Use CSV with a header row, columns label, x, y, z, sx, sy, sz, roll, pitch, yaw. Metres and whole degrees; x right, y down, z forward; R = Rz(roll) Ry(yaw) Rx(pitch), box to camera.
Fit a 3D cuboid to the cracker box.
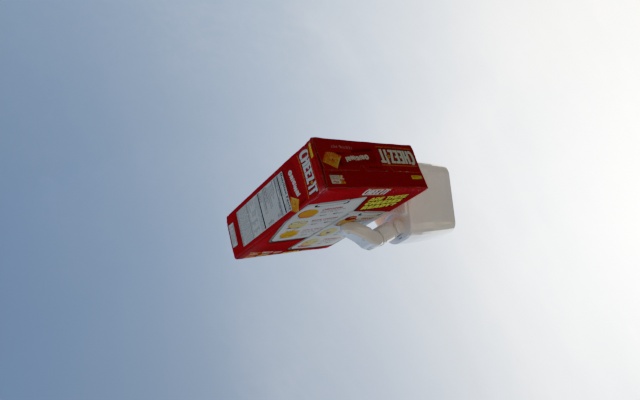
label,x,y,z,sx,sy,sz,roll,pitch,yaw
cracker box,0.000,0.002,0.611,0.164,0.072,0.214,-2,-24,-39
